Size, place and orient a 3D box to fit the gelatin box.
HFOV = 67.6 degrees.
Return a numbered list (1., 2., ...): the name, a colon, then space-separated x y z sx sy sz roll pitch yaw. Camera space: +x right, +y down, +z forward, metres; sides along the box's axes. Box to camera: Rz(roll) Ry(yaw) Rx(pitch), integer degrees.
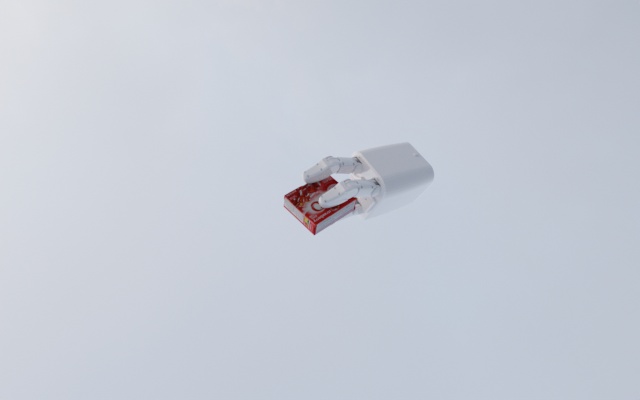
1. gelatin box: 0.000 0.003 0.727 0.089 0.030 0.073 -31 59 -30
